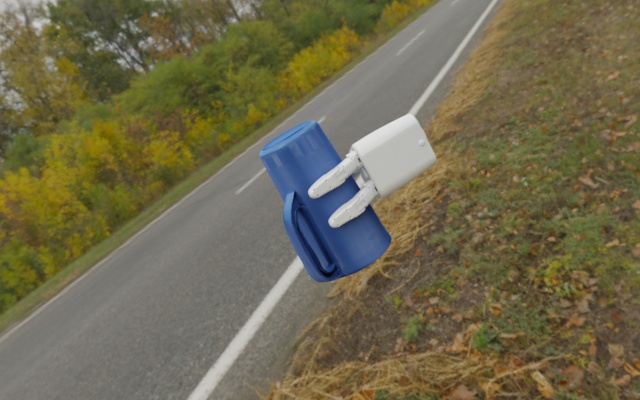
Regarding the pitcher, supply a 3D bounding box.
[{"bbox_3d":[0.000,0.002,0.775,0.145,0.243,0.149,-31,14,0],"label":"pitcher"}]
